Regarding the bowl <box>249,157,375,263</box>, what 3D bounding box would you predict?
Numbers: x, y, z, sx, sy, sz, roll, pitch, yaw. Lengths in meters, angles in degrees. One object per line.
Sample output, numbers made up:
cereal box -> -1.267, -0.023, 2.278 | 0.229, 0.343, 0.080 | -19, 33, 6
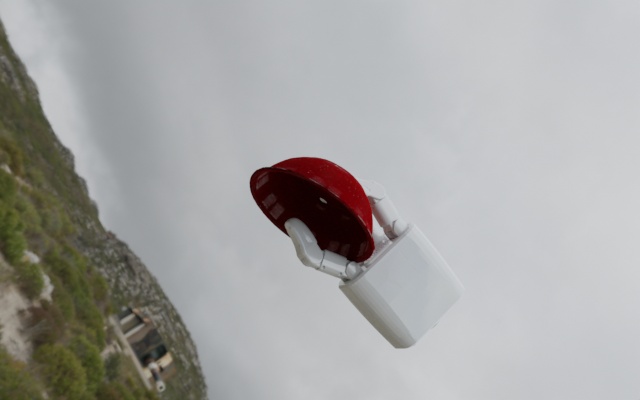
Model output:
bowl -> -0.001, 0.001, 0.546 | 0.162, 0.055, 0.162 | 26, -28, 15
